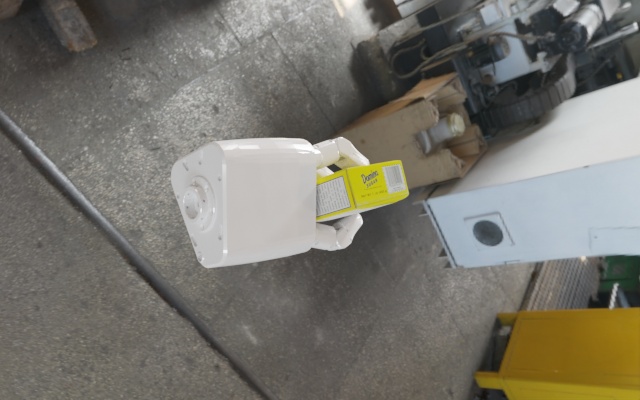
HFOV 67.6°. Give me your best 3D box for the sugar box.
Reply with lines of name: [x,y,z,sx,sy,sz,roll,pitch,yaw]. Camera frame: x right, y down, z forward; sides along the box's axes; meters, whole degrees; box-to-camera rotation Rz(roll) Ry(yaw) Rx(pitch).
sugar box: [0.000,0.001,0.531,0.176,0.048,0.093,-15,-3,44]
